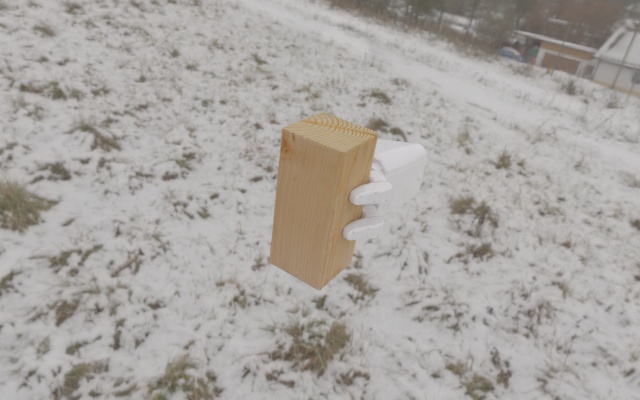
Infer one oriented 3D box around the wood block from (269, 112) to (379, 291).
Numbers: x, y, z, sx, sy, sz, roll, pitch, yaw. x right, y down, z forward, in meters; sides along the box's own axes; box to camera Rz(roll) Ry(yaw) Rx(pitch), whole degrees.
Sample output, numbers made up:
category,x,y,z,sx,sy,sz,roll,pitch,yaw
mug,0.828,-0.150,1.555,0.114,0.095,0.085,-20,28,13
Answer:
category,x,y,z,sx,sy,sz,roll,pitch,yaw
wood block,0.000,0.002,0.634,0.091,0.206,0.090,25,35,26
